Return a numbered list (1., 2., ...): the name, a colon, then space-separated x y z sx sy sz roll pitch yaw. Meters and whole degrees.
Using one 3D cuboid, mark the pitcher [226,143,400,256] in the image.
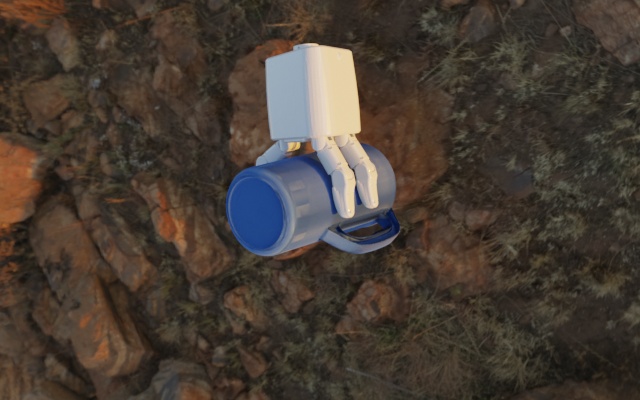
1. pitcher: 0.000 0.002 0.646 0.149 0.145 0.243 1 10 35
